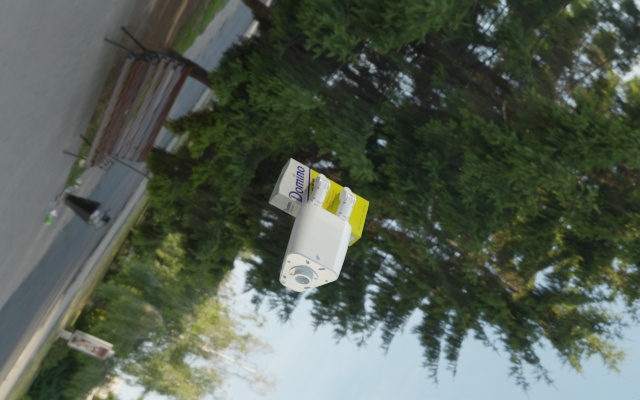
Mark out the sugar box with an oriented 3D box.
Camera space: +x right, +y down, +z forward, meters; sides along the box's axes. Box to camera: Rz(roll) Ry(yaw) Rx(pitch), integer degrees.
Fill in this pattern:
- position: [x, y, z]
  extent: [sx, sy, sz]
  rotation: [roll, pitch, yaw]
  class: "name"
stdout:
- position: [0.000, 0.003, 0.890]
  extent: [0.176, 0.093, 0.048]
  rotation: [30, -42, -15]
  class: "sugar box"
